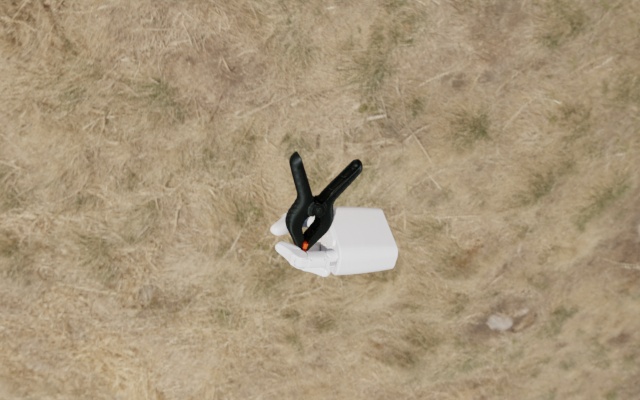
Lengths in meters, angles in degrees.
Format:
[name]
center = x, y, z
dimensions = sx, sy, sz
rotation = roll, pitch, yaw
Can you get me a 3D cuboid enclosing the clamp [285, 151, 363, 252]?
[clamp]
center = 0.000, 0.003, 0.739
dimensions = 0.120, 0.172, 0.039
rotation = -1, 33, -20
